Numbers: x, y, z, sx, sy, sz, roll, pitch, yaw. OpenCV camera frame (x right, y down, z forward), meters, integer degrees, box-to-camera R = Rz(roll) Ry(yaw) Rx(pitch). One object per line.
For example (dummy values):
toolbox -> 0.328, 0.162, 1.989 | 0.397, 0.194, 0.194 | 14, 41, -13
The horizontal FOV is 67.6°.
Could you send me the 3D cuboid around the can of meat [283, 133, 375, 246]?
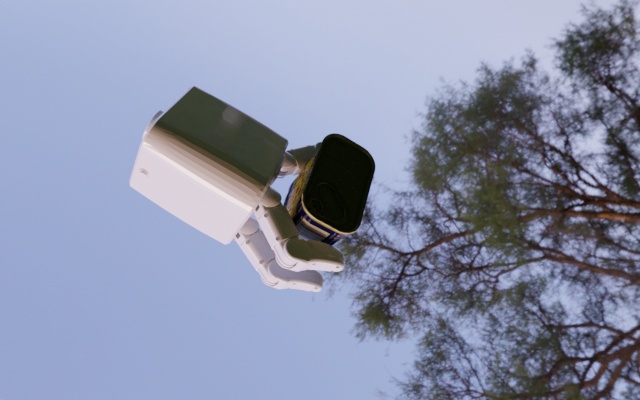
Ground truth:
can of meat -> 0.000, 0.002, 0.453 | 0.057, 0.102, 0.084 | 29, -39, -13
